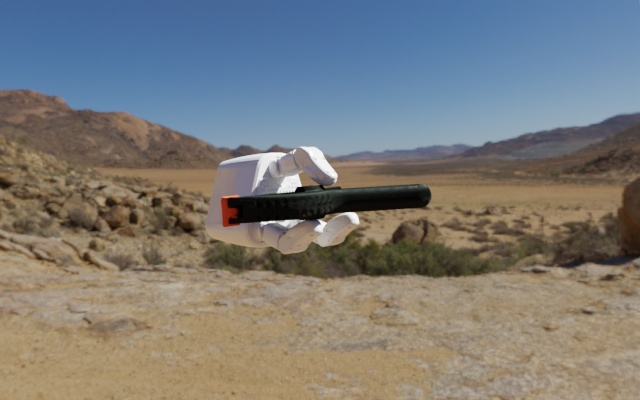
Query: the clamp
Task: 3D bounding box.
[{"bbox_3d":[-0.001,0.001,0.501,0.210,0.036,0.164,-6,3,-42],"label":"clamp"}]
